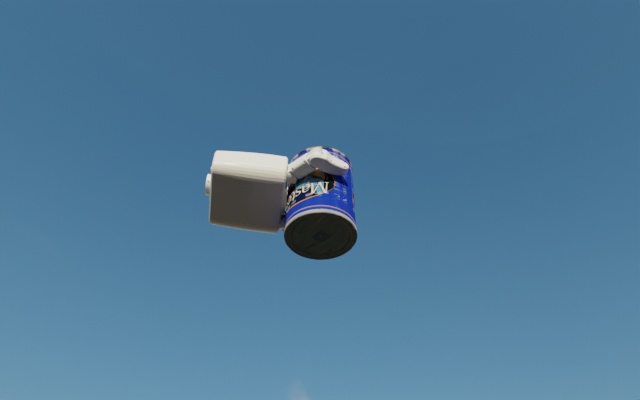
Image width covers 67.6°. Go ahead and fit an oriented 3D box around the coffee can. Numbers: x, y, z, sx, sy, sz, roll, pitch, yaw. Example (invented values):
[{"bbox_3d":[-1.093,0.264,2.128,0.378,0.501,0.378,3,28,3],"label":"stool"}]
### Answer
[{"bbox_3d":[0.000,0.002,0.714,0.103,0.140,0.103,0,-45,0],"label":"coffee can"}]
